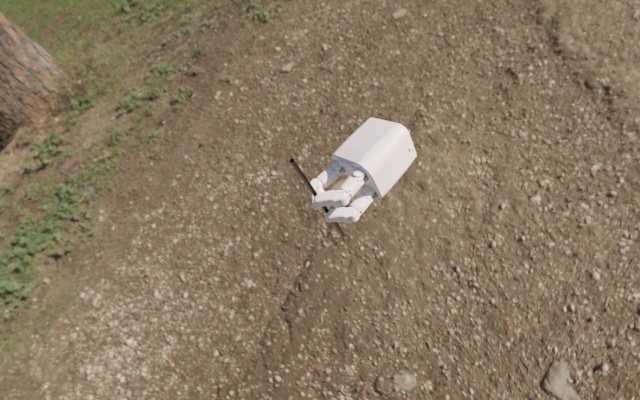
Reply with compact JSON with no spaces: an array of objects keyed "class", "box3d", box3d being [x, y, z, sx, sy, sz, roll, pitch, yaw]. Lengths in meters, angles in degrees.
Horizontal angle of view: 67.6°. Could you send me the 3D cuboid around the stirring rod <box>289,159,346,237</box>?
[{"class":"stirring rod","box3d":[0.000,0.003,0.823,0.011,0.011,0.240,0,-32,26]}]
